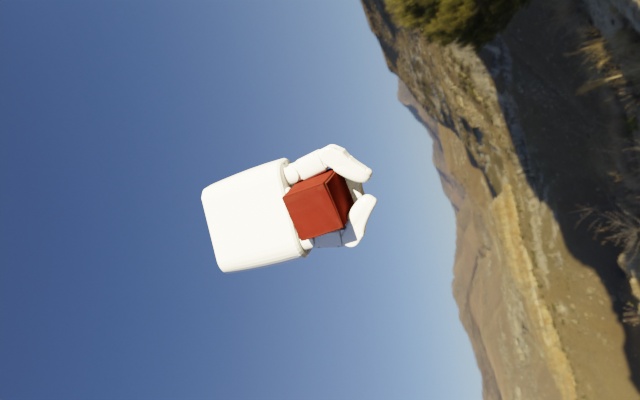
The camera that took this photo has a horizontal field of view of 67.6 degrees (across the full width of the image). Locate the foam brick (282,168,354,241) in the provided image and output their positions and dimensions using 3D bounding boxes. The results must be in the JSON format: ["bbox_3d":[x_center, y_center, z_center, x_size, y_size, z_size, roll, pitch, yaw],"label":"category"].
[{"bbox_3d":[0.000,0.002,0.521,0.051,0.053,0.078,-18,12,18],"label":"foam brick"}]
